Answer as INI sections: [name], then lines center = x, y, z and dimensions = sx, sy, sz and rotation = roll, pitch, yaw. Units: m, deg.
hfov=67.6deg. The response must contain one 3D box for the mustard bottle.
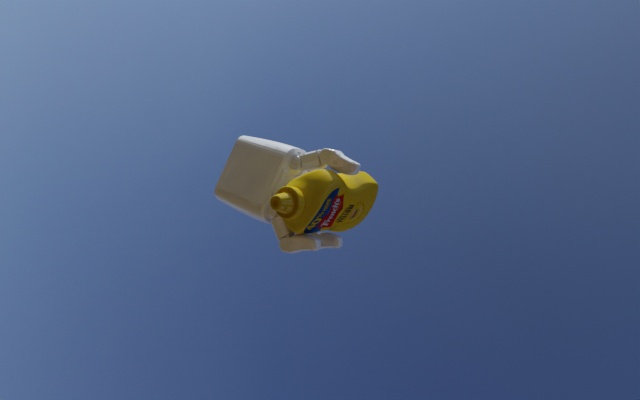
[mustard bottle]
center = 0.000, 0.002, 0.645
dimensions = 0.058, 0.096, 0.191
rotation = 47, 25, 25
